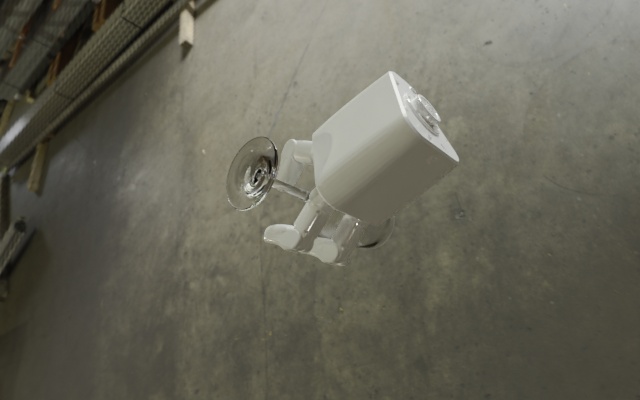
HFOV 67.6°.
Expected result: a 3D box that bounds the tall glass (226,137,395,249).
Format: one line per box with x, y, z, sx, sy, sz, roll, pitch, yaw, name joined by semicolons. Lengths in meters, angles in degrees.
-0.001;0.002;0.522;0.079;0.079;0.201;0;-17;44;tall glass
